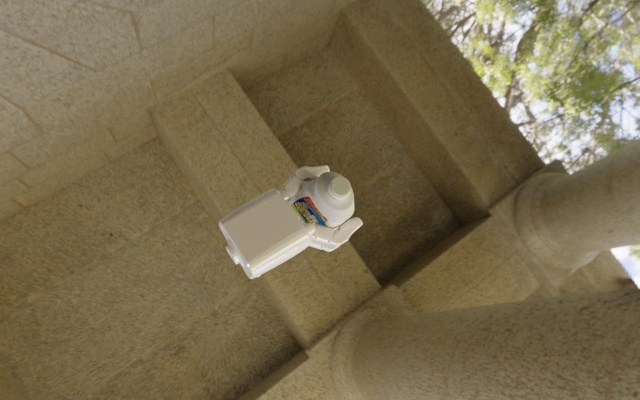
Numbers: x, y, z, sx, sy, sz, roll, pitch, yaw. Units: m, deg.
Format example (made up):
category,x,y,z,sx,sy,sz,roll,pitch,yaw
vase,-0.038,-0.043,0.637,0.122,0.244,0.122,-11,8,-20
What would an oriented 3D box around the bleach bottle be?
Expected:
category,x,y,z,sx,sy,sz,roll,pitch,yaw
bleach bottle,0.000,0.003,0.791,0.068,0.102,0.251,-30,-6,-17
